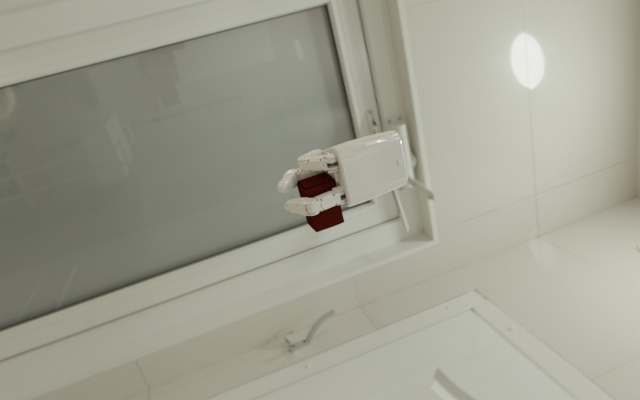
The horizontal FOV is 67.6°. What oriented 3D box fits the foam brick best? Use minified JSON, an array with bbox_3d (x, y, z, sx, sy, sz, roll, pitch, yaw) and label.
[{"bbox_3d":[0.000,0.003,0.771,0.051,0.078,0.053,-19,22,-12],"label":"foam brick"}]
